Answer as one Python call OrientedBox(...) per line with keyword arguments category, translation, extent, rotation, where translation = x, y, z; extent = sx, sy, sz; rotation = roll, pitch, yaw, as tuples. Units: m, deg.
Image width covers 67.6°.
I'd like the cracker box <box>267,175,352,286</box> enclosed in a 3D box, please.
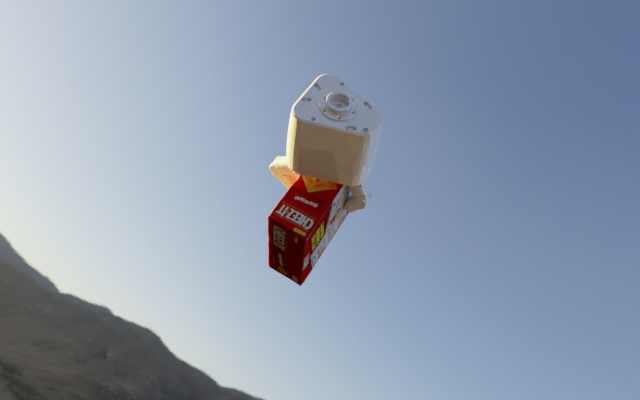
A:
OrientedBox(category="cracker box", translation=(0.000, 0.002, 0.739), extent=(0.072, 0.213, 0.164), rotation=(28, -30, 12))
